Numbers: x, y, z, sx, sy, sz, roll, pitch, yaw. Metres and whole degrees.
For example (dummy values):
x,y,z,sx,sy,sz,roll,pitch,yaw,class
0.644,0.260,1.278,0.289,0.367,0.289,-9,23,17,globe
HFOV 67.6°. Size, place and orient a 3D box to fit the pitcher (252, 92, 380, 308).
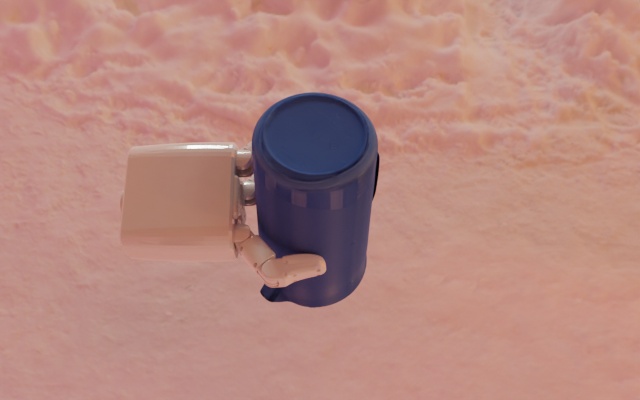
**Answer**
x,y,z,sx,sy,sz,roll,pitch,yaw,class
0.000,0.002,0.503,0.145,0.149,0.243,0,-32,-2,pitcher
